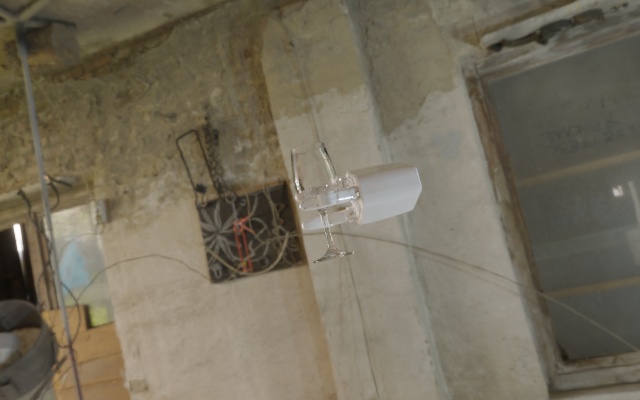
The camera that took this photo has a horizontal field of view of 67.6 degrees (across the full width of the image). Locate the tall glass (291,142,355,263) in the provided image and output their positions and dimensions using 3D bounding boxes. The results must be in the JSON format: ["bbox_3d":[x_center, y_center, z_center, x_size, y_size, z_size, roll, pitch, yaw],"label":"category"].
[{"bbox_3d":[0.000,0.003,0.832,0.079,0.201,0.079,-14,-6,-1],"label":"tall glass"}]
